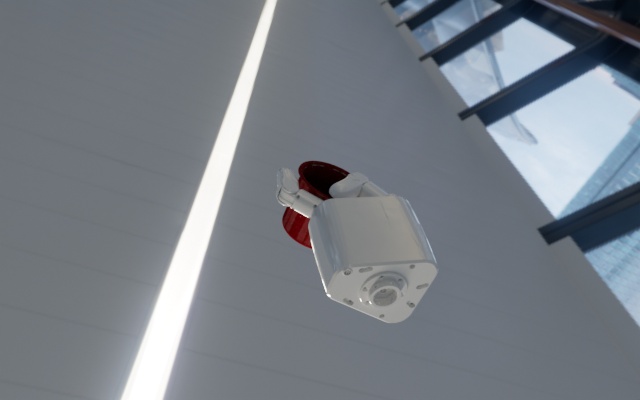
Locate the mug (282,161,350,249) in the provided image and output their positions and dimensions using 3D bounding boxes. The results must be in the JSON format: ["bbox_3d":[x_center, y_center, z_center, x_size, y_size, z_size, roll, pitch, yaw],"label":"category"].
[{"bbox_3d":[0.000,0.001,0.614,0.093,0.081,0.117,16,30,-18],"label":"mug"}]
